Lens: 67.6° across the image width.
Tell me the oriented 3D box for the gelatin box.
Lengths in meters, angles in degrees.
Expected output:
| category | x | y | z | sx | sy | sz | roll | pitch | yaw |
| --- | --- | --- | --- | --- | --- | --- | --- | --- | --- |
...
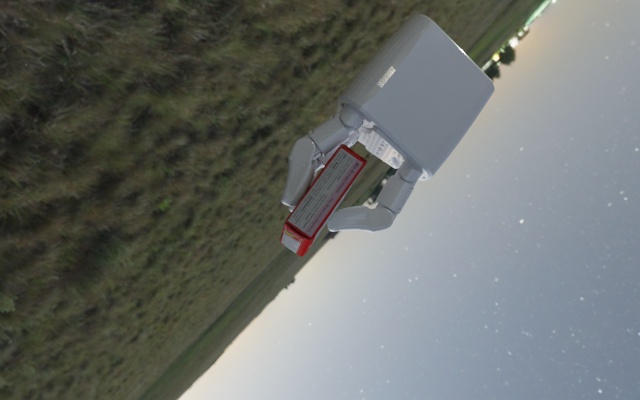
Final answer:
| category | x | y | z | sx | sy | sz | roll | pitch | yaw |
| --- | --- | --- | --- | --- | --- | --- | --- | --- | --- |
| gelatin box | 0.000 | 0.002 | 0.426 | 0.030 | 0.089 | 0.073 | 34 | -18 | 3 |
